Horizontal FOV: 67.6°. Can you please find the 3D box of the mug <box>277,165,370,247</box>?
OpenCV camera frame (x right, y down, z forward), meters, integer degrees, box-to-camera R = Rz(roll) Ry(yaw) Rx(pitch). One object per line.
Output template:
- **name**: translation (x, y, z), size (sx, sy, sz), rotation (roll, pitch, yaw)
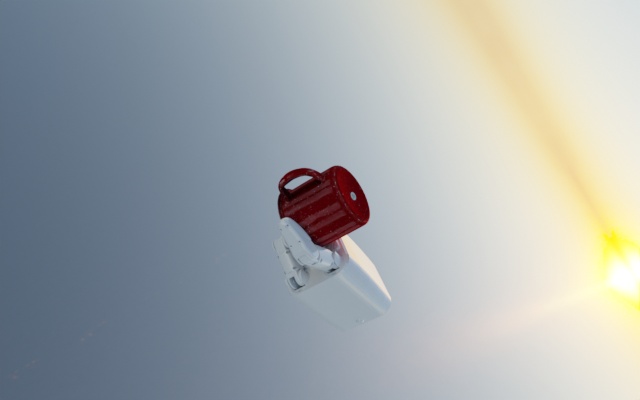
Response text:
- **mug**: translation (-0.001, 0.001, 0.582), size (0.081, 0.093, 0.117), rotation (-29, -56, 25)
